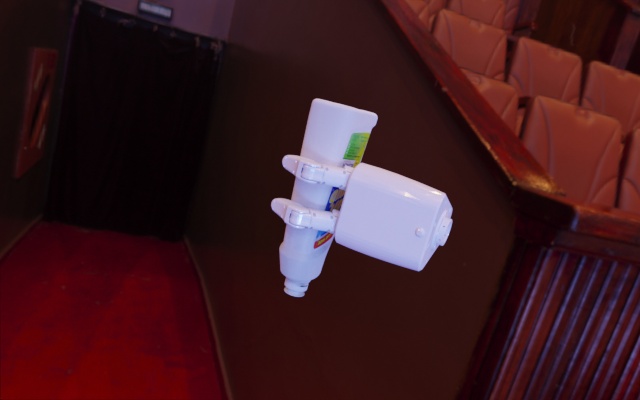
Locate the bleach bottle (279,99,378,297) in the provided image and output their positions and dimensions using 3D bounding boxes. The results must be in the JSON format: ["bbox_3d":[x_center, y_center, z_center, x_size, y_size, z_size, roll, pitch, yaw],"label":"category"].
[{"bbox_3d":[0.000,0.002,0.614,0.068,0.251,0.102,20,13,22],"label":"bleach bottle"}]
